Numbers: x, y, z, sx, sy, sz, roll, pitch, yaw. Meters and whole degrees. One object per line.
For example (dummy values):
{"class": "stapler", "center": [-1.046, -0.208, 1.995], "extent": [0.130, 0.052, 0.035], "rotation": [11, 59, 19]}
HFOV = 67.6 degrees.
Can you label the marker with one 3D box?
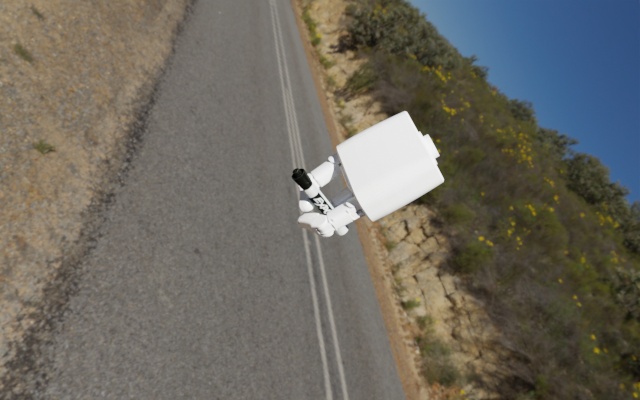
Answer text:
{"class": "marker", "center": [0.000, 0.002, 0.618], "extent": [0.020, 0.020, 0.121], "rotation": [0, -40, 41]}
